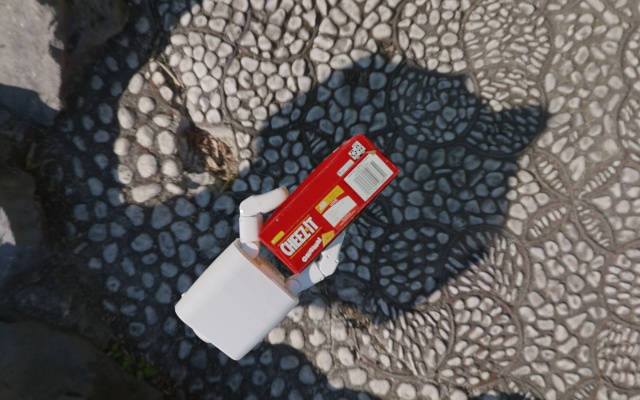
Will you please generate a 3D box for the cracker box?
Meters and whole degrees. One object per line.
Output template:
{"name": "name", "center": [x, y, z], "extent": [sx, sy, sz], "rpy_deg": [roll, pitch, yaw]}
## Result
{"name": "cracker box", "center": [0.000, 0.002, 0.620], "extent": [0.072, 0.164, 0.213], "rpy_deg": [45, -3, -4]}
